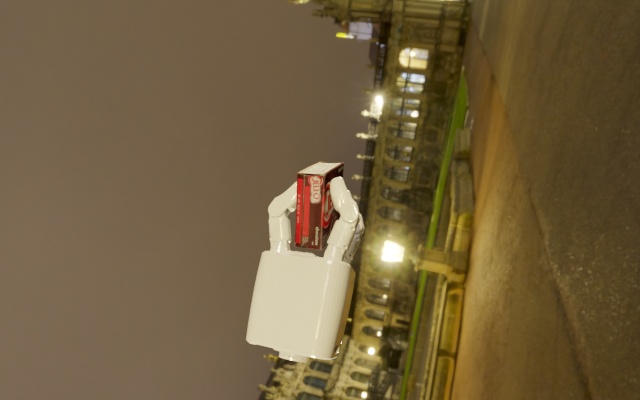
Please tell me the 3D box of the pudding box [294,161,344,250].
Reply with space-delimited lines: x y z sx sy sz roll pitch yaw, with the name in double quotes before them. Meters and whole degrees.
"pudding box" 0.000 0.002 0.594 0.039 0.090 0.113 6 13 11
